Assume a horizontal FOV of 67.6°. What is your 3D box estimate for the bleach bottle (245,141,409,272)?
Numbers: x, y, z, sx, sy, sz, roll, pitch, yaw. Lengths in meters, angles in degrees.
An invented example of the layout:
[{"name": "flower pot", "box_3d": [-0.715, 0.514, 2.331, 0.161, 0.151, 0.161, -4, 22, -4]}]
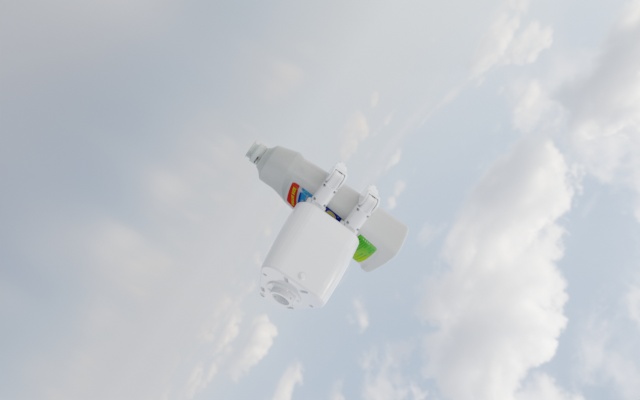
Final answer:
[{"name": "bleach bottle", "box_3d": [0.000, 0.002, 0.692, 0.251, 0.068, 0.103, 35, -33, -7]}]
